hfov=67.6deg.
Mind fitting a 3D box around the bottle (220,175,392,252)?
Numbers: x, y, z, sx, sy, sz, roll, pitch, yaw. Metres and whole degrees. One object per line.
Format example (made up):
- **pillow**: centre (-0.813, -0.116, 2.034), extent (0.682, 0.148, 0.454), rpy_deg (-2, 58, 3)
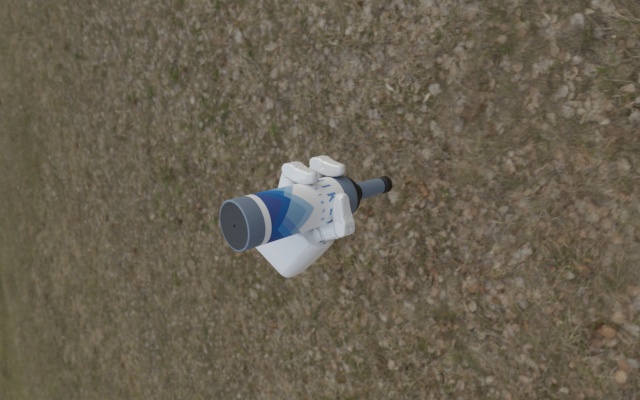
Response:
- **bottle**: centre (0.000, 0.002, 0.685), extent (0.295, 0.069, 0.069), rpy_deg (-15, 10, -41)
